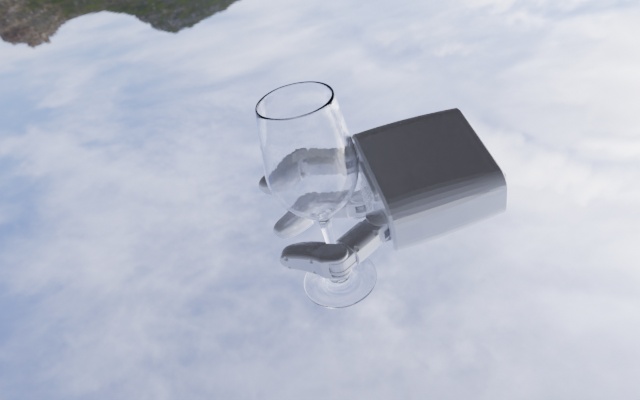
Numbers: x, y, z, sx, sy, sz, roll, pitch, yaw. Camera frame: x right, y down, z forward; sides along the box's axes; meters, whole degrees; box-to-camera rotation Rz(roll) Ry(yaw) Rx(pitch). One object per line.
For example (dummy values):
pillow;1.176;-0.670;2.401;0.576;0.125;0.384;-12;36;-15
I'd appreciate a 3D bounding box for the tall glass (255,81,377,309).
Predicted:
tall glass;0.000;0.002;0.418;0.079;0.201;0.079;-9;37;7
